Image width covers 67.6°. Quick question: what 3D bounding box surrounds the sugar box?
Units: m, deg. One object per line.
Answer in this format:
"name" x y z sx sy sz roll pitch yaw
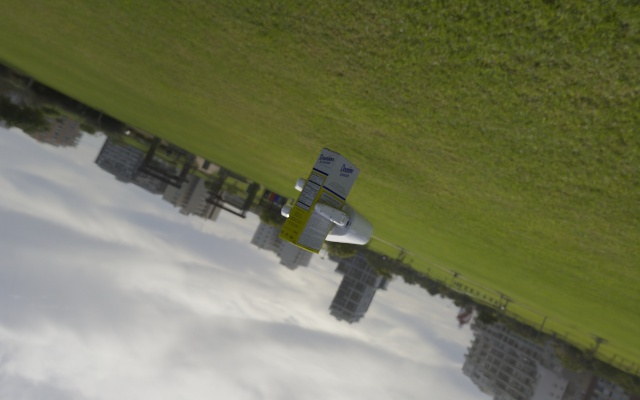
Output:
"sugar box" 0.000 0.003 0.856 0.048 0.176 0.093 23 -4 32
